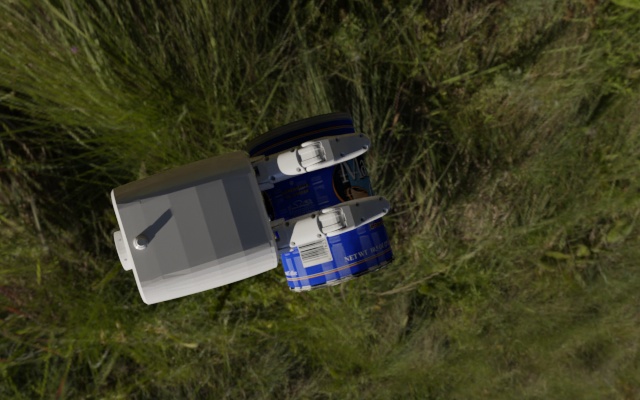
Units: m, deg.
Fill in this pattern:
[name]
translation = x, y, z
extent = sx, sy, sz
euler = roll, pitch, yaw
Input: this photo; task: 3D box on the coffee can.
[coffee can]
translation = 0.000, 0.001, 0.446
extent = 0.103, 0.140, 0.103
euler = -17, -1, 0
